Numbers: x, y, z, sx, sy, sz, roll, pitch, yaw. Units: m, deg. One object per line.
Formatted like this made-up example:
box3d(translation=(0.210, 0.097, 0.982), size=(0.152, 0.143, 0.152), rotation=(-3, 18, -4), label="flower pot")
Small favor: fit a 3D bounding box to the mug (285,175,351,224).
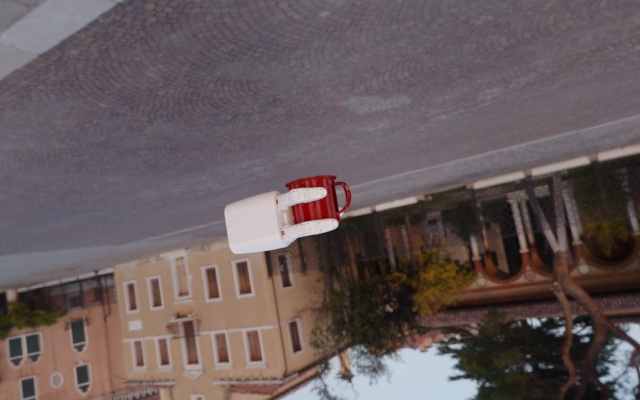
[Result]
box3d(translation=(0.001, 0.003, 0.838), size=(0.117, 0.081, 0.093), rotation=(-12, -7, 23), label="mug")
